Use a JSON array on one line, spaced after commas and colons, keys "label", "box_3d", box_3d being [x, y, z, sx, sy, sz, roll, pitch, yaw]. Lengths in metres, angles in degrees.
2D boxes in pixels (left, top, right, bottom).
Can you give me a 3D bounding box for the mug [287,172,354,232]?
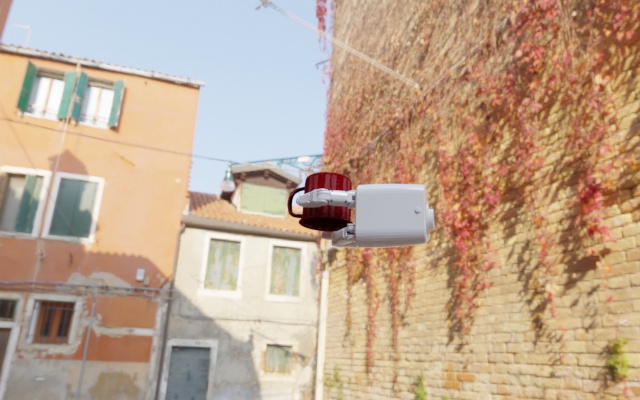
[{"label": "mug", "box_3d": [-0.001, 0.003, 0.817, 0.117, 0.081, 0.093, -2, -19, 16]}]
